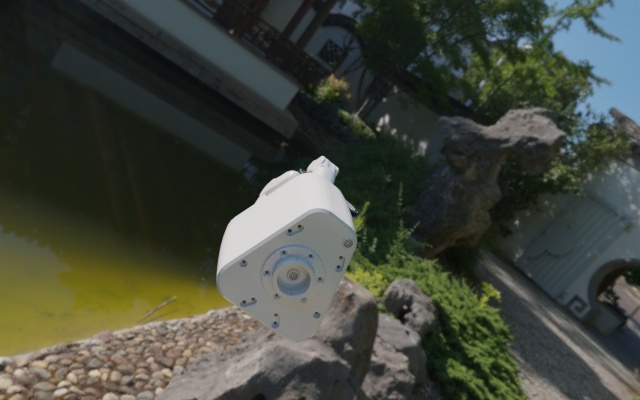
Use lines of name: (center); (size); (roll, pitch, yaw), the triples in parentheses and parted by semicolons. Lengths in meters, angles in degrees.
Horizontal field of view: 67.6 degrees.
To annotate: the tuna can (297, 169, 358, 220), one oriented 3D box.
tuna can: (0.000, 0.001, 0.540); (0.086, 0.034, 0.086); (36, 7, -6)
